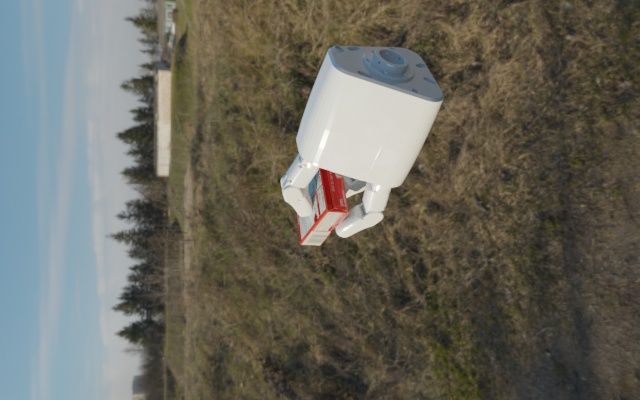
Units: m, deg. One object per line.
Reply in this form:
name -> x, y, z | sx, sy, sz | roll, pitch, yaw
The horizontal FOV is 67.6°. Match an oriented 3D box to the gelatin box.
gelatin box -> 0.000, 0.002, 0.564 | 0.030, 0.073, 0.089 | 6, -33, -23
